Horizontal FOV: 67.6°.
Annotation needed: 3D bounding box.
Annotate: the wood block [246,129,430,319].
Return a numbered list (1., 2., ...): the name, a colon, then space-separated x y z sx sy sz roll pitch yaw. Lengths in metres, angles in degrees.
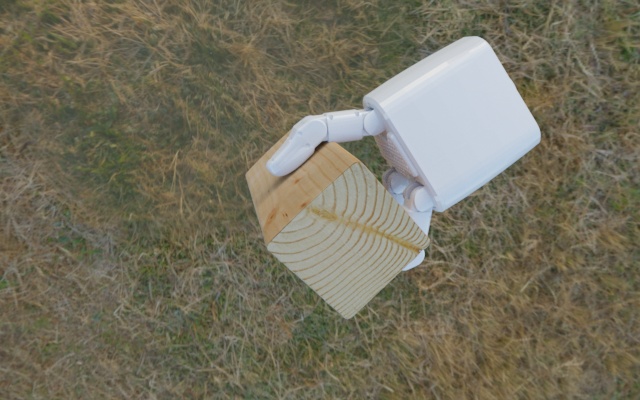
1. wood block: 0.000 0.001 0.435 0.091 0.090 0.206 46 3 -21
